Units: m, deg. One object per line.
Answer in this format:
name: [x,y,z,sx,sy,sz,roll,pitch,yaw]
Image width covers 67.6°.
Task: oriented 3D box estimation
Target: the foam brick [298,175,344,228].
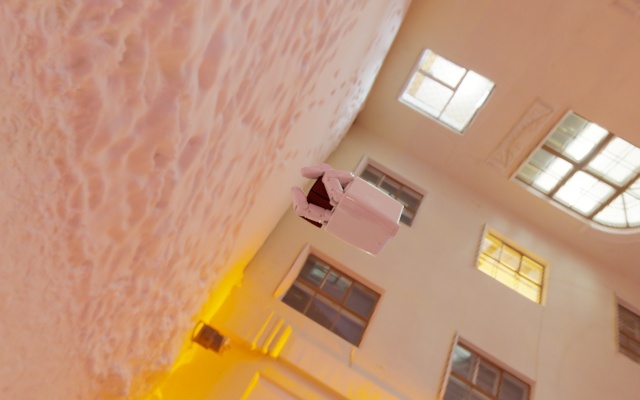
foam brick: [0.000,0.003,0.896,0.051,0.078,0.053,30,45,3]
